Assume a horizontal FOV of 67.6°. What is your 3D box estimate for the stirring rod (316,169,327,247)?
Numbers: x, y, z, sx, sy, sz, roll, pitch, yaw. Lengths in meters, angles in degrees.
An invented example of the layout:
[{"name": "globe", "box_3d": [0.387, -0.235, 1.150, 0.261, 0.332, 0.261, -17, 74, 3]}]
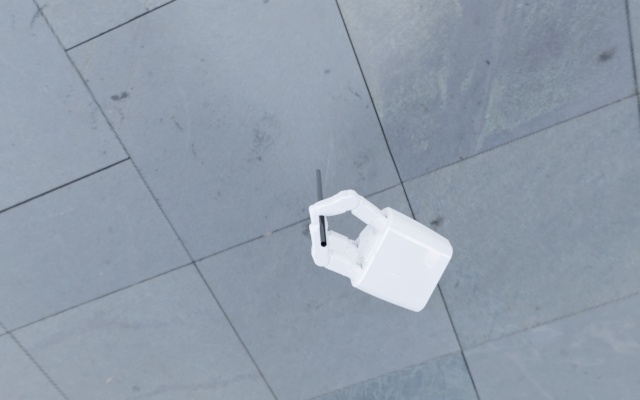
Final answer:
[{"name": "stirring rod", "box_3d": [0.000, 0.002, 0.679, 0.011, 0.011, 0.239, 0, 25, -2]}]
